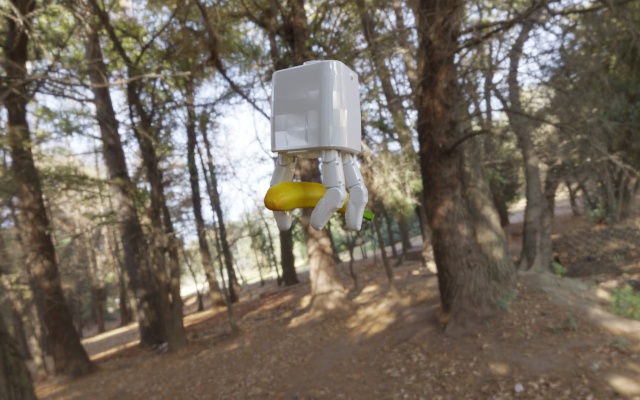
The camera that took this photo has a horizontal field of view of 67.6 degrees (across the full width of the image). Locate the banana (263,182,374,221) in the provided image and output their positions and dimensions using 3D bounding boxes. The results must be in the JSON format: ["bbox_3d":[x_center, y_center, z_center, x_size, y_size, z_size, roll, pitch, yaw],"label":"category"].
[{"bbox_3d":[-0.010,-0.003,0.630,0.198,0.037,0.069,6,11,-46],"label":"banana"}]
